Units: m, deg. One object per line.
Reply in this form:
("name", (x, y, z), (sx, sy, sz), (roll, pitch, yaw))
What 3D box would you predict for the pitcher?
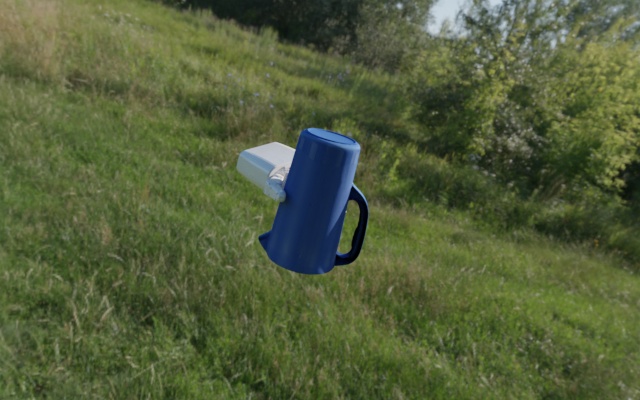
("pitcher", (0.000, 0.003, 0.858), (0.149, 0.243, 0.145), (-3, 25, -44))
